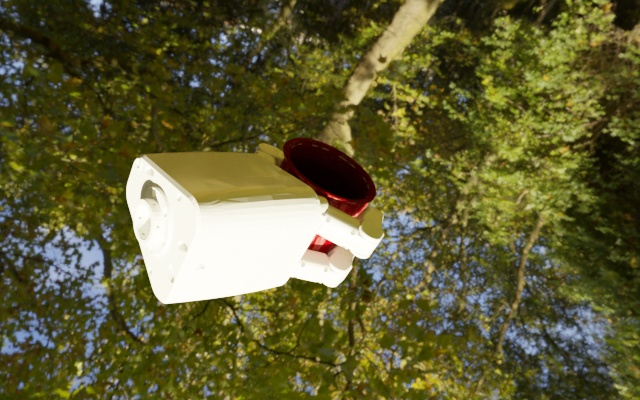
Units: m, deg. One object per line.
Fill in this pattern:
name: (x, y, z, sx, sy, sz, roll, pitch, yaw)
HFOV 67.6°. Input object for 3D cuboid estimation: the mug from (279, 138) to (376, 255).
mug: (0.001, 0.002, 0.453, 0.117, 0.081, 0.093, -1, 42, -44)
